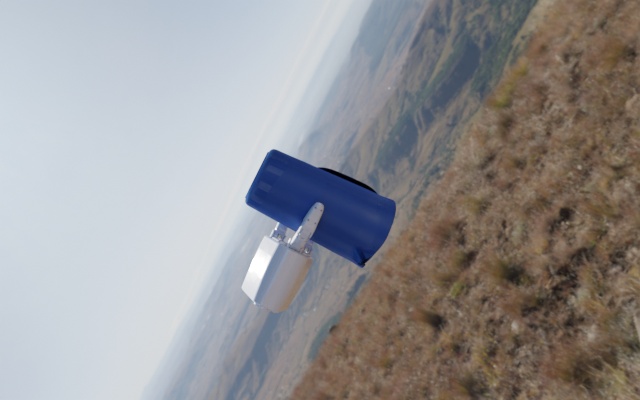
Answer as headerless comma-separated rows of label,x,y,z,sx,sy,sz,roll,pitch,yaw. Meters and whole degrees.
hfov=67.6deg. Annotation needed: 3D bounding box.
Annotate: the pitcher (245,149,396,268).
pitcher,0.000,0.003,0.839,0.243,0.145,0.149,27,-3,-8
